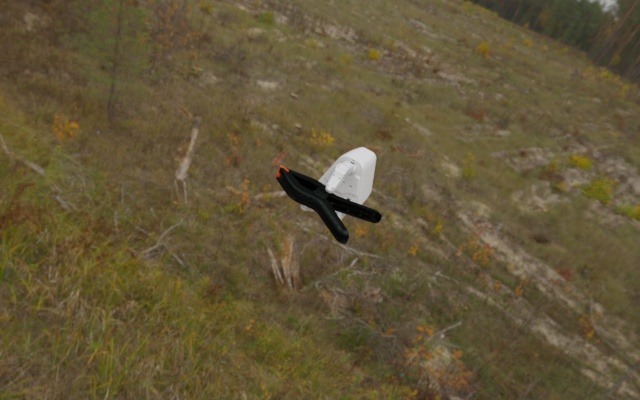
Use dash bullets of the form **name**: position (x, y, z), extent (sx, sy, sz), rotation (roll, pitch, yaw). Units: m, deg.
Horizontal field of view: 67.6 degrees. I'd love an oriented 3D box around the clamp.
- **clamp**: position (0.000, 0.002, 0.869), extent (0.210, 0.036, 0.164), rotation (31, 23, 12)
